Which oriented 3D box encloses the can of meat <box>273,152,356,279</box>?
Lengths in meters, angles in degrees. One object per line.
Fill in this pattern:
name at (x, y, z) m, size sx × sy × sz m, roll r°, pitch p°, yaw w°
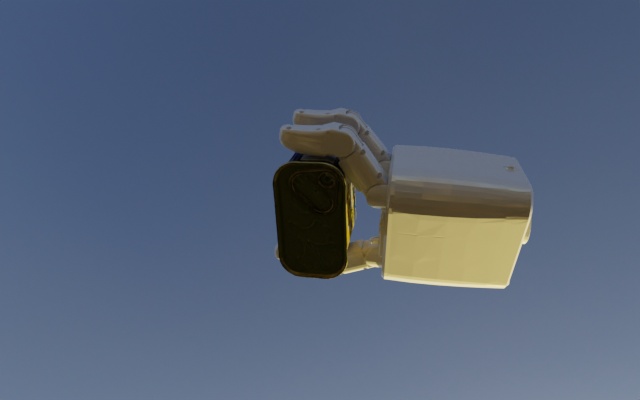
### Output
can of meat at (0.000, 0.001, 0.412) m, size 0.057 × 0.102 × 0.084 m, roll 2°, pitch 25°, yaw 11°
